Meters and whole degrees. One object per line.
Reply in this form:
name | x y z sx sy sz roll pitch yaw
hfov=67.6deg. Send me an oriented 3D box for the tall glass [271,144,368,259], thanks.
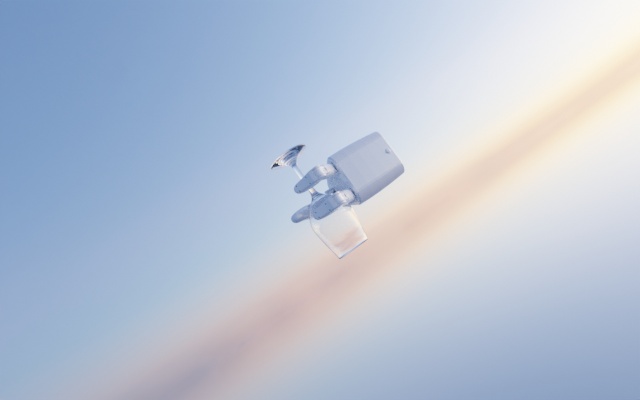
tall glass | 0.000 0.002 0.830 0.079 0.201 0.079 -34 -9 -6
